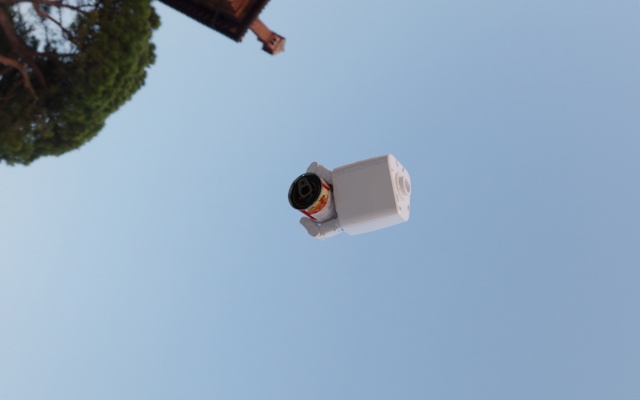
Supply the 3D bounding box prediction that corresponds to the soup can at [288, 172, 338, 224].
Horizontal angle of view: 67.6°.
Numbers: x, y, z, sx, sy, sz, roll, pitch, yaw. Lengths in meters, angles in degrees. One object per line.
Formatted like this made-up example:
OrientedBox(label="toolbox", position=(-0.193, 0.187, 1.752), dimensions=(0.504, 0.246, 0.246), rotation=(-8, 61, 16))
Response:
OrientedBox(label="soup can", position=(0.000, 0.003, 0.828), dimensions=(0.068, 0.068, 0.102), rotation=(0, -22, 34))
